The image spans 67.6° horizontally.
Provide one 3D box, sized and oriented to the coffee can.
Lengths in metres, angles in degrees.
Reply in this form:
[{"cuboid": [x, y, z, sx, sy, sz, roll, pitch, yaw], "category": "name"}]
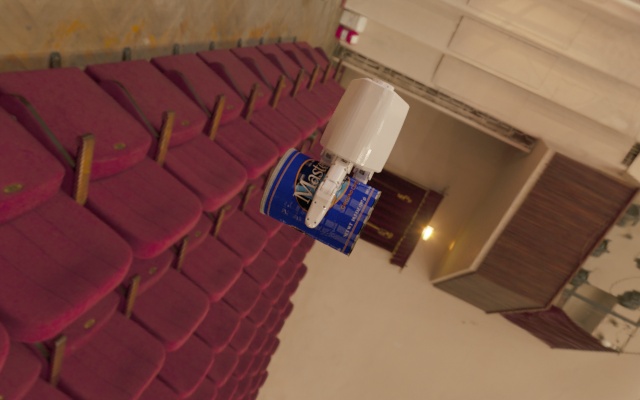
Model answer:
[{"cuboid": [0.000, 0.002, 0.671, 0.140, 0.103, 0.103, 26, 3, 5], "category": "coffee can"}]
